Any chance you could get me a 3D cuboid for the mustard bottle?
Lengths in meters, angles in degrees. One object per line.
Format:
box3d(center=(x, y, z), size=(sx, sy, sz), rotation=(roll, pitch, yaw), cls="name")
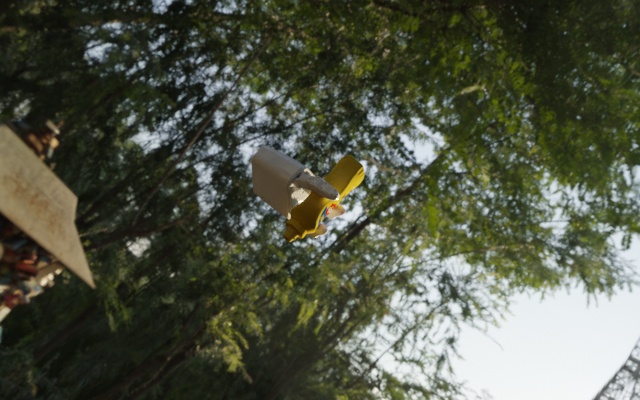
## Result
box3d(center=(0.001, 0.003, 0.883), size=(0.058, 0.191, 0.096), rotation=(42, -21, 5), cls="mustard bottle")
